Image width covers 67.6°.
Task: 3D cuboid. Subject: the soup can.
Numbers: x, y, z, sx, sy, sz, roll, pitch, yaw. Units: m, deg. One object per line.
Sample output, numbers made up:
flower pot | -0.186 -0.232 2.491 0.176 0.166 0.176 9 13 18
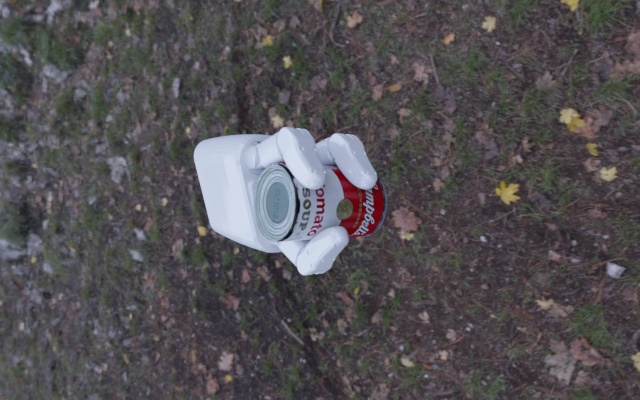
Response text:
soup can | 0.000 0.002 0.428 0.102 0.068 0.068 0 0 -38
